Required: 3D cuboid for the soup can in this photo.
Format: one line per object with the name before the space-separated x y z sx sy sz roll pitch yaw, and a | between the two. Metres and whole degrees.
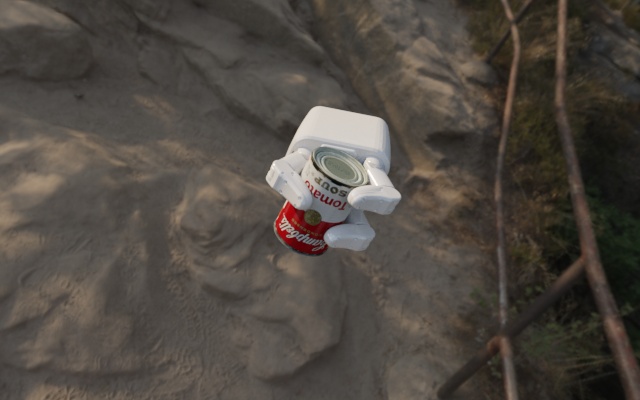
soup can | 0.000 0.002 0.514 0.068 0.102 0.068 21 33 -14
